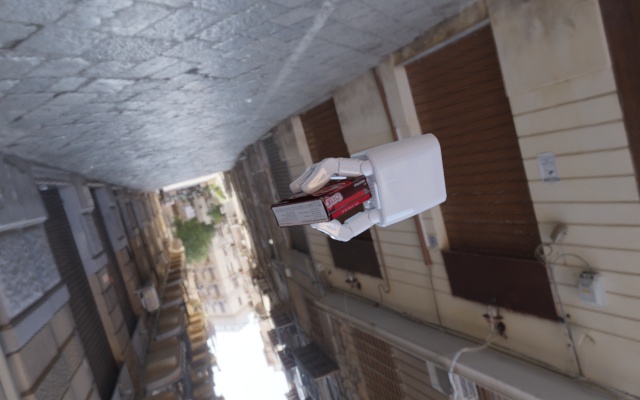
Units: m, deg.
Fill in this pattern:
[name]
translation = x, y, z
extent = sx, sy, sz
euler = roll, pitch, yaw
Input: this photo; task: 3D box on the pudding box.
[pudding box]
translation = 0.000, 0.002, 0.655
extent = 0.090, 0.039, 0.113
euler = -26, 9, -41
